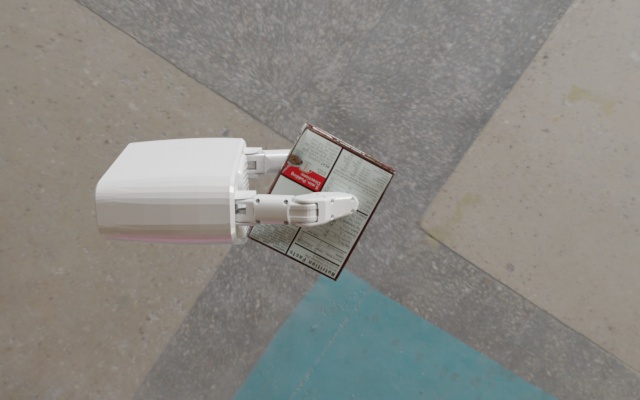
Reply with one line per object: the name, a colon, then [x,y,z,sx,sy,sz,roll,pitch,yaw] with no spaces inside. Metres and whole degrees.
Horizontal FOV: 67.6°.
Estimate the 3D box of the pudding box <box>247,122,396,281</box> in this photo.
pudding box: [0.000,0.001,0.421,0.090,0.113,0.039,28,10,-6]
